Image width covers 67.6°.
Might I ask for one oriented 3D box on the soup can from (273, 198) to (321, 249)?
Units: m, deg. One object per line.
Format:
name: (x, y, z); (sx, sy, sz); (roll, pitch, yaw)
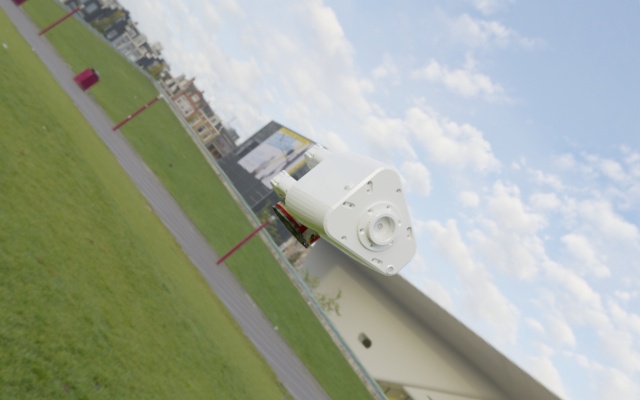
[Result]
soup can: (0.000, 0.002, 0.600); (0.102, 0.068, 0.068); (-40, 8, -10)
